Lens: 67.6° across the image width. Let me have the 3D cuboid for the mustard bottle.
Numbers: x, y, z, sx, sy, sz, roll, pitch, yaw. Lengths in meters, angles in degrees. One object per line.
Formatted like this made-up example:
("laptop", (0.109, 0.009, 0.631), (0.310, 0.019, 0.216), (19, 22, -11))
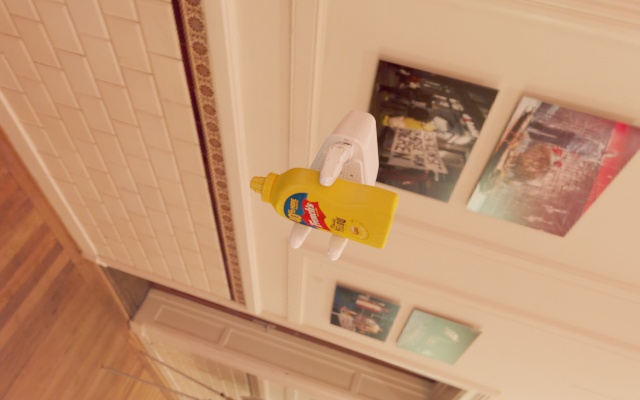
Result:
("mustard bottle", (0.000, 0.002, 0.622), (0.191, 0.058, 0.096), (17, -31, 8))
